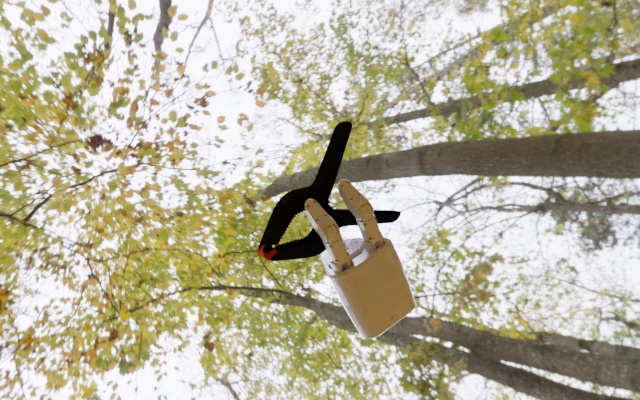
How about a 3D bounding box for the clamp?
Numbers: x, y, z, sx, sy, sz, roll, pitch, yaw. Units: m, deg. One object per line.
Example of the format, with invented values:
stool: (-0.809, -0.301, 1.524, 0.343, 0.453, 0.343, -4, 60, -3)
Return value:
clamp: (-0.001, 0.003, 0.643, 0.210, 0.164, 0.036, -31, 16, -20)
